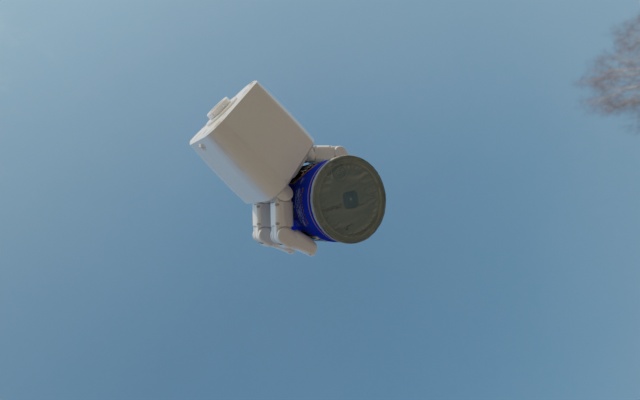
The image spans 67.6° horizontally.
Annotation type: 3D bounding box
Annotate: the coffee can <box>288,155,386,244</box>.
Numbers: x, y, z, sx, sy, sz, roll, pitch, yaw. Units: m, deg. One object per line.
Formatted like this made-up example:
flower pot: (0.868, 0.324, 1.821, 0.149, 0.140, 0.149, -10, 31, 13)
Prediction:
coffee can: (0.000, 0.002, 0.608, 0.103, 0.103, 0.140, 0, -3, -31)
